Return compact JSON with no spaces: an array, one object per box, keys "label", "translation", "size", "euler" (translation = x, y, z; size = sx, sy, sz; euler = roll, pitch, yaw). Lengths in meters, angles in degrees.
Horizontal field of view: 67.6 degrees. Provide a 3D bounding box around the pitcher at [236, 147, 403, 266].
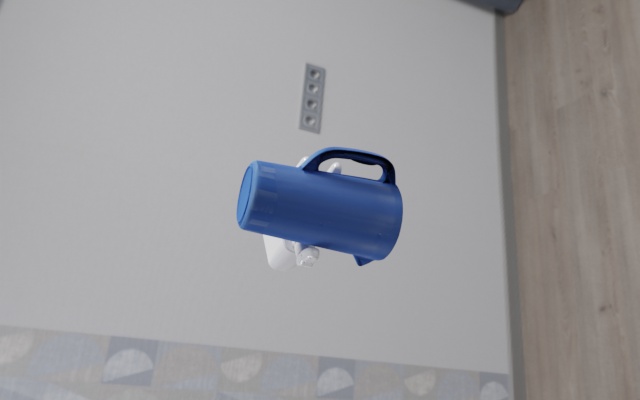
[{"label":"pitcher","translation":[0.000,0.003,0.753],"size":[0.243,0.149,0.145],"euler":[12,-30,-19]}]
